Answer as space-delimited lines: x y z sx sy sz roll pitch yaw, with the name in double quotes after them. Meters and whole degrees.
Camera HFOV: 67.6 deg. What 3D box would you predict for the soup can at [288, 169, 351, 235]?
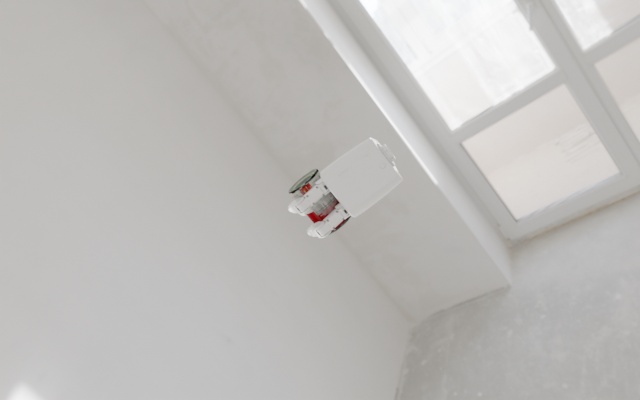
0.000 0.003 0.849 0.068 0.102 0.068 -37 13 10 "soup can"
